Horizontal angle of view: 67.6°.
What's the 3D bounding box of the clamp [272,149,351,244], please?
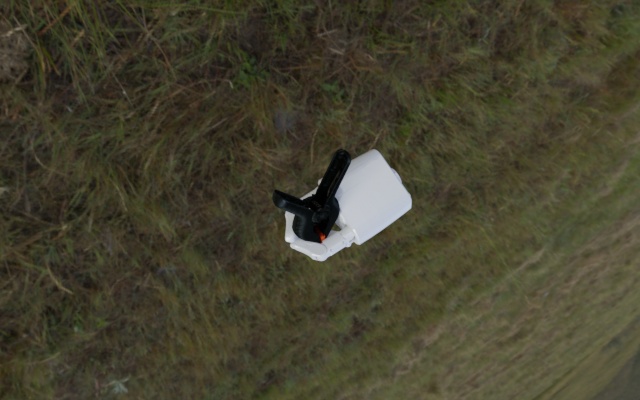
[{"bbox_3d":[0.000,0.003,0.671,0.120,0.039,0.172,-33,-27,-8],"label":"clamp"}]
